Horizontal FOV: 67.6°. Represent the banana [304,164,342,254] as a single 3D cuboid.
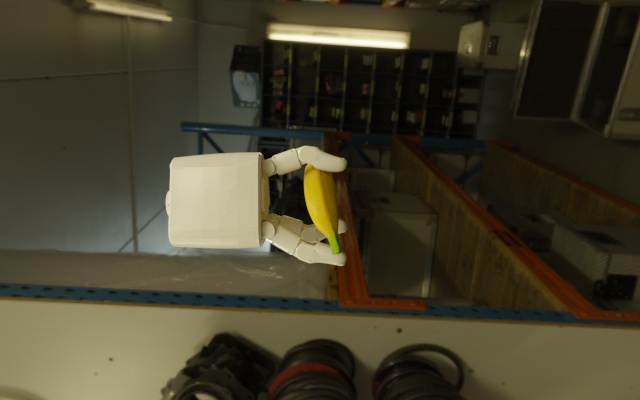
[{"bbox_3d":[-0.001,-0.013,0.605,0.037,0.070,0.197,-6,29,0],"label":"banana"}]
